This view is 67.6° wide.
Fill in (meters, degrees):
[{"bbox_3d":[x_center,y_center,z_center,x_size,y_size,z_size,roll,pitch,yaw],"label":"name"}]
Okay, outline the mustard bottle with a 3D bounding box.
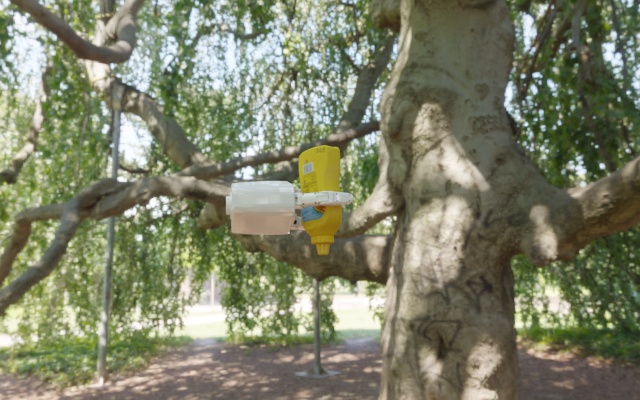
[{"bbox_3d":[0.000,0.003,0.870,0.058,0.191,0.096,5,-12,-36],"label":"mustard bottle"}]
